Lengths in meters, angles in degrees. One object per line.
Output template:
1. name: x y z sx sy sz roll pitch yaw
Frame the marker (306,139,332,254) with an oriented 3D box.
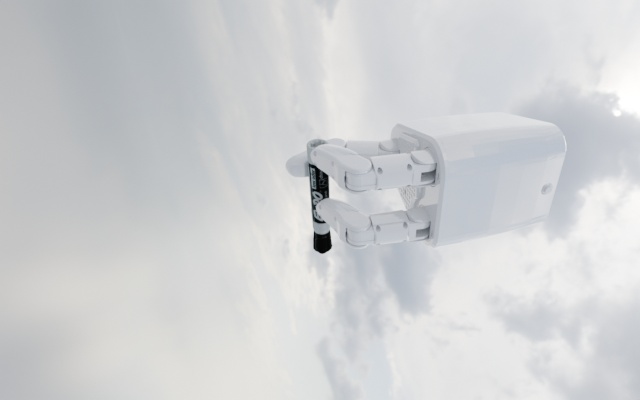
1. marker: 0.000 0.001 0.432 0.020 0.121 0.020 -2 37 1
